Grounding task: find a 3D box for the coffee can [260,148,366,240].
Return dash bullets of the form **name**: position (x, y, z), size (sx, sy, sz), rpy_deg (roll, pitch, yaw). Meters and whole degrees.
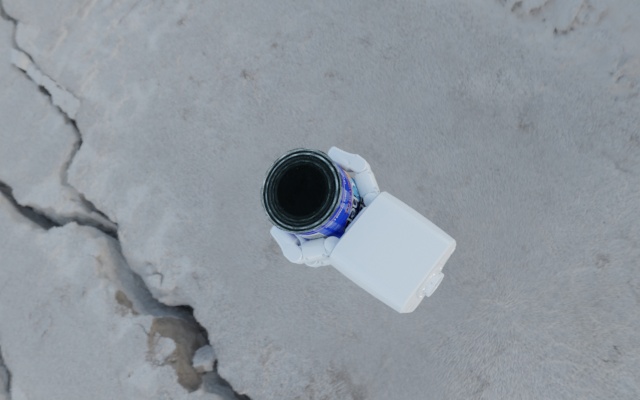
- **coffee can**: position (0.000, 0.002, 0.613), size (0.103, 0.102, 0.140), rpy_deg (0, -12, 21)
